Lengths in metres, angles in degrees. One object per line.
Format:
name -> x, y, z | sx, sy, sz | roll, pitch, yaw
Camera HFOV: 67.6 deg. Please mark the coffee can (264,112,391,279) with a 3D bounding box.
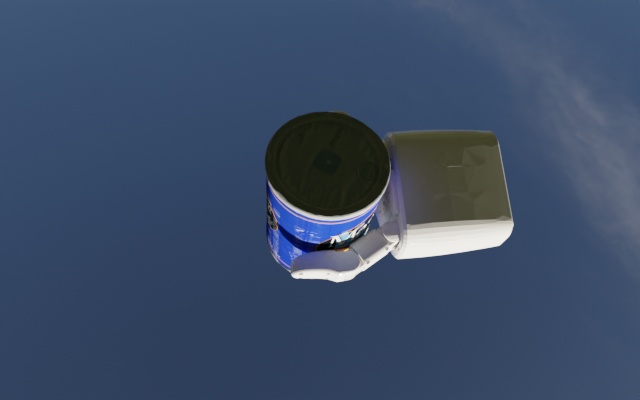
coffee can -> 0.000, 0.001, 0.446 | 0.103, 0.102, 0.140 | 0, -29, -6
